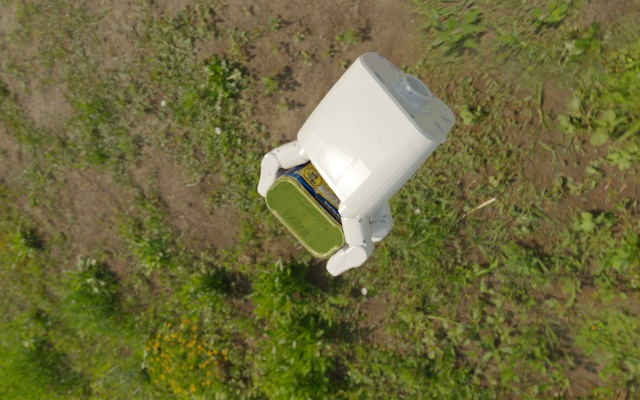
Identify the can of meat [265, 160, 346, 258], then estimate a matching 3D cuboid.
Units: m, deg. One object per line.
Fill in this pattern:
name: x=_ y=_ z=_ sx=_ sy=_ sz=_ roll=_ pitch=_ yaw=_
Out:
can of meat: x=0.000 y=0.002 z=0.521 sx=0.057 sy=0.102 sz=0.084 roll=-45 pitch=0 yaw=36
